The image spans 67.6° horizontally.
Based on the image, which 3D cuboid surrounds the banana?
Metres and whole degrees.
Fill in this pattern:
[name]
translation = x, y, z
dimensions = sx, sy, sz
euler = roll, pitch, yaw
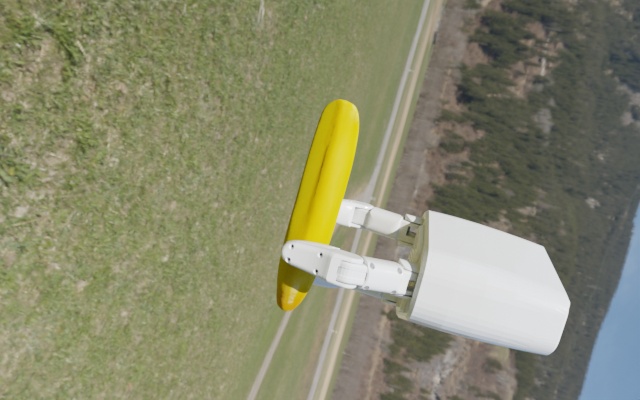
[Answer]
[banana]
translation = 0.001, -0.008, 0.392
dimensions = 0.037, 0.197, 0.070
euler = 15, -18, 3
